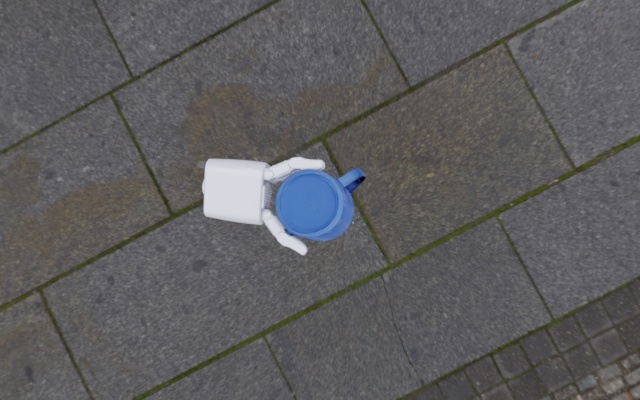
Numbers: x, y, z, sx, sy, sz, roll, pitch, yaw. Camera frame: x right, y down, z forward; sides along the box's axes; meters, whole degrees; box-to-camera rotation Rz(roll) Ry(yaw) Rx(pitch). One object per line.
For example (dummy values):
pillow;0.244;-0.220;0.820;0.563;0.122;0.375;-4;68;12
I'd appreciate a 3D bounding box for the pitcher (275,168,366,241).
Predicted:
pitcher;0.000;0.003;0.849;0.145;0.149;0.243;9;-2;5
